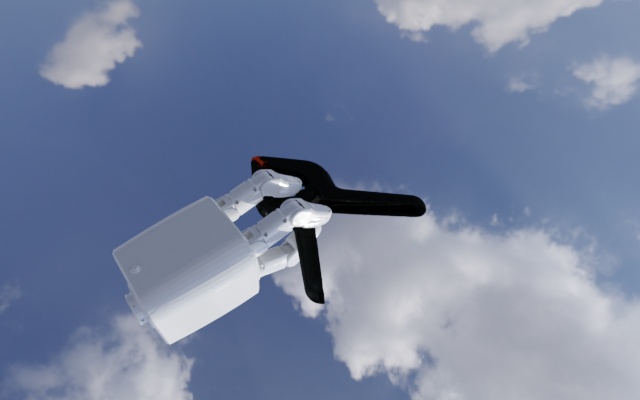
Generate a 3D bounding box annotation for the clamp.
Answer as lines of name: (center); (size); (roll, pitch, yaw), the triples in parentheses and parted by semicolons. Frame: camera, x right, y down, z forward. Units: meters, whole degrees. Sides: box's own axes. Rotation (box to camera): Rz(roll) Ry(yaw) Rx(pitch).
clamp: (0.000, 0.002, 0.538); (0.164, 0.036, 0.210); (-31, 51, -21)
